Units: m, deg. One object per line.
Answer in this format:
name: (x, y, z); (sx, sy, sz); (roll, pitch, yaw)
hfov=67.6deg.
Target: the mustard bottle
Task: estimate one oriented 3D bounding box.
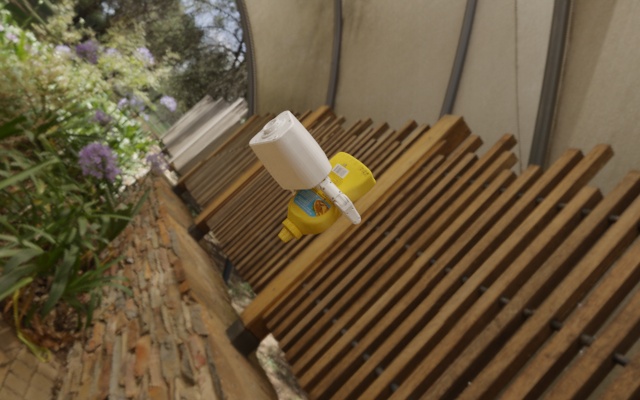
mustard bottle: (0.000, 0.003, 0.846); (0.096, 0.191, 0.058); (40, -11, 39)
